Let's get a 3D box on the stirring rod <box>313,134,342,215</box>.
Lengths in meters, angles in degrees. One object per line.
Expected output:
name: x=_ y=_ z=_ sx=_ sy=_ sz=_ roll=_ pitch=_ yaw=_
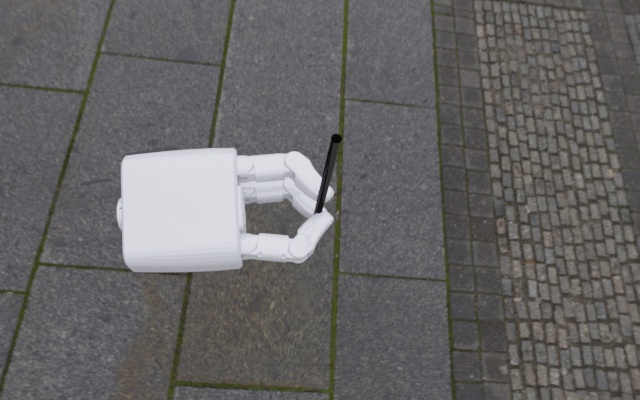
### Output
stirring rod: x=0.000 y=0.002 z=0.459 sx=0.011 sy=0.011 sz=0.240 roll=0 pitch=-23 yaw=-6
